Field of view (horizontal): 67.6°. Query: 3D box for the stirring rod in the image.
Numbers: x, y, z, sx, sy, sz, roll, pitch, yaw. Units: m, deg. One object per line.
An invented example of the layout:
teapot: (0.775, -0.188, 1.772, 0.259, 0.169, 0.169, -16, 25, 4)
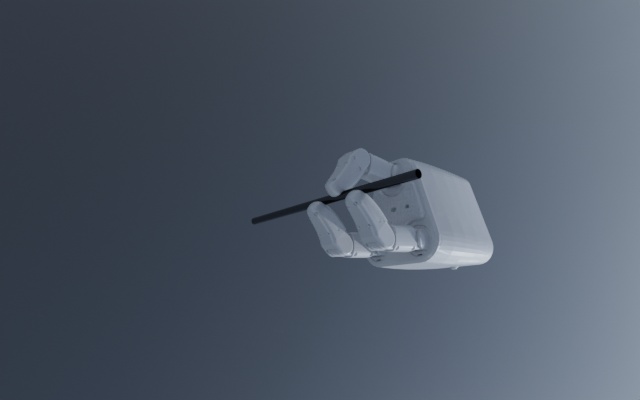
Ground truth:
stirring rod: (0.000, 0.002, 0.463, 0.011, 0.011, 0.239, 0, -11, -40)
